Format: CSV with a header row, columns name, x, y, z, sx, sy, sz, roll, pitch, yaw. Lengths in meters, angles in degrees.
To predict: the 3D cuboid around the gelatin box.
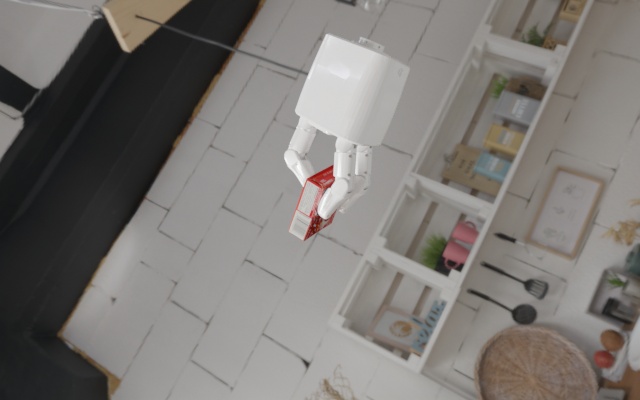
name,x,y,z,sx,sy,sz,roll,pitch,yaw
gelatin box,0.000,0.002,0.634,0.030,0.089,0.073,32,32,19
